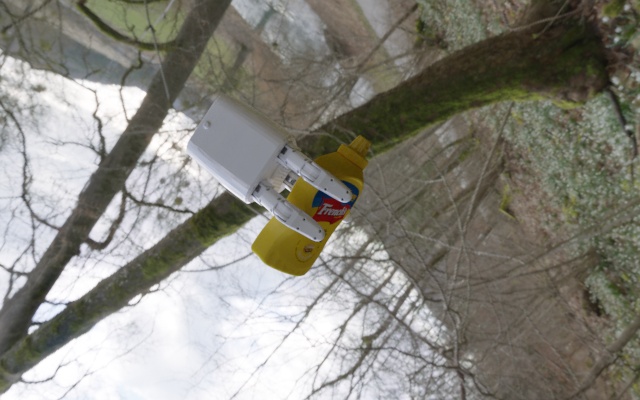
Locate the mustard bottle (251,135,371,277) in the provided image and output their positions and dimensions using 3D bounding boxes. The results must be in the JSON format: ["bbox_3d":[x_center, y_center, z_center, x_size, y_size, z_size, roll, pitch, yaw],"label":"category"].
[{"bbox_3d":[0.000,0.002,0.596,0.058,0.191,0.096,39,6,38],"label":"mustard bottle"}]
